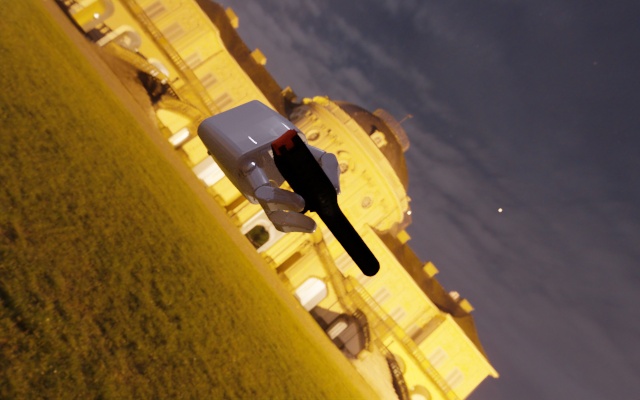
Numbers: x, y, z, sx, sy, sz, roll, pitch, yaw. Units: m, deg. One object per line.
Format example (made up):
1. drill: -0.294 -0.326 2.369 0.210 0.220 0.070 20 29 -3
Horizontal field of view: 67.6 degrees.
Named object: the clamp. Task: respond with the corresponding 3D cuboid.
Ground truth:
1. clamp: 0.000 0.001 0.568 0.164 0.036 0.210 40 -15 33
